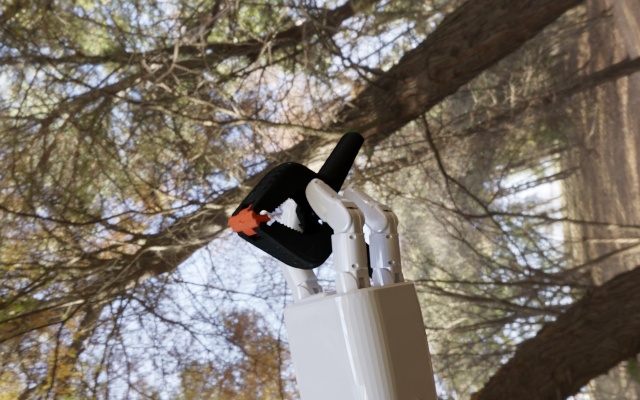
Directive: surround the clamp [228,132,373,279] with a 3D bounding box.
[{"bbox_3d":[-0.001,0.002,0.443,0.036,0.164,0.210,-18,-14,35],"label":"clamp"}]
